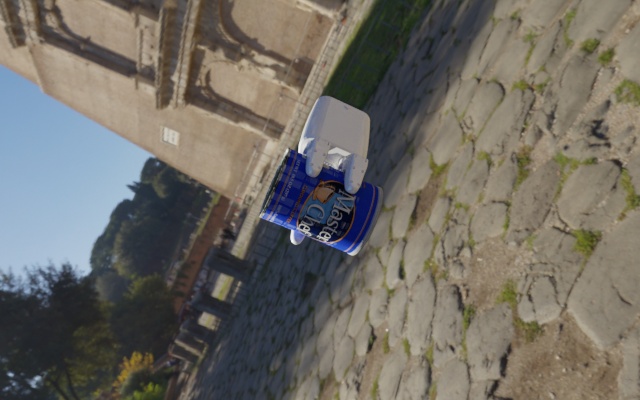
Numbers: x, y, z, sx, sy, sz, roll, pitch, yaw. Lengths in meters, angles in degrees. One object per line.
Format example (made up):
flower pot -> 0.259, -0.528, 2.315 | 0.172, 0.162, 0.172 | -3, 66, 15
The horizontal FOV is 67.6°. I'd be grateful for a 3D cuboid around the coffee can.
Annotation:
coffee can -> 0.000, 0.002, 0.654 | 0.140, 0.103, 0.103 | 23, -4, -10
